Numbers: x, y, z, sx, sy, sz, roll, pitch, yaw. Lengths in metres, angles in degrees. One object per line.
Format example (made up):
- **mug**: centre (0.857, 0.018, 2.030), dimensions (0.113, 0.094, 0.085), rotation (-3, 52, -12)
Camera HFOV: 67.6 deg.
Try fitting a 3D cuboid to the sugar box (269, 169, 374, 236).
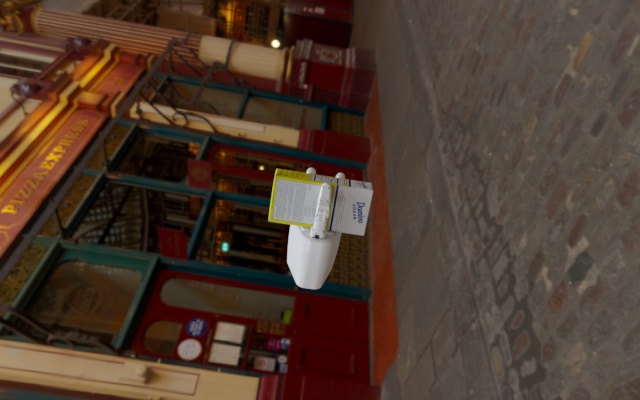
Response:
- **sugar box**: centre (0.000, 0.003, 0.860), dimensions (0.176, 0.093, 0.048), rotation (8, 24, -4)
